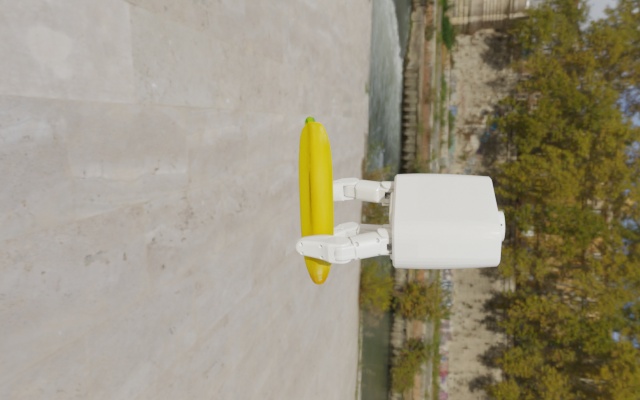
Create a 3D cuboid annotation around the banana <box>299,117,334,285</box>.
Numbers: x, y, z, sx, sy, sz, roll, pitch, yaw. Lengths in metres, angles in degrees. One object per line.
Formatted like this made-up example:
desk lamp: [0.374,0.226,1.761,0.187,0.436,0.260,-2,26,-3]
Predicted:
banana: [-0.003,-0.003,0.531,0.037,0.198,0.069,-2,-4,8]
